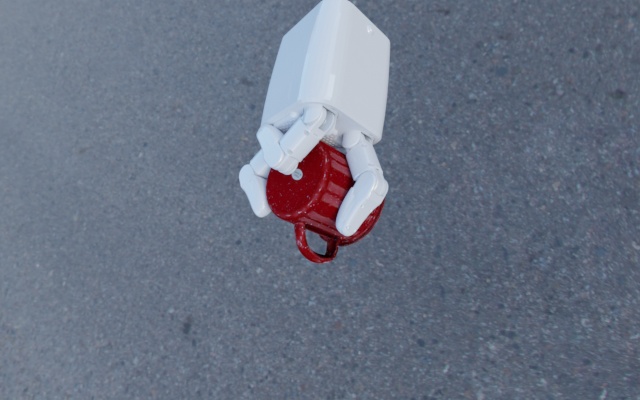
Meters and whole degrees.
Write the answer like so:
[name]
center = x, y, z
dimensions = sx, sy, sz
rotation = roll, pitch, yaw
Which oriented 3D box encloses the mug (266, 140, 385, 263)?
[mug]
center = 0.000, 0.003, 0.460
dimensions = 0.093, 0.117, 0.081
rotation = -6, -21, 41
